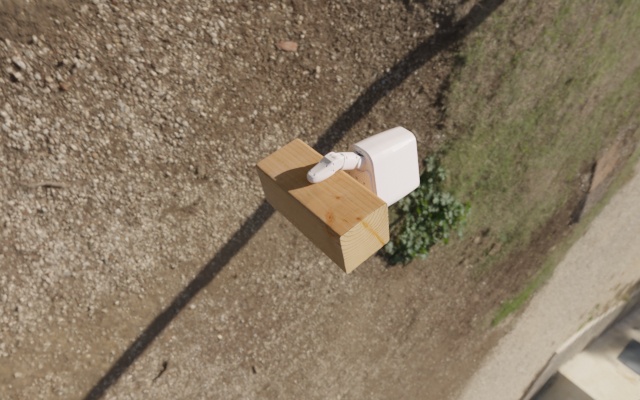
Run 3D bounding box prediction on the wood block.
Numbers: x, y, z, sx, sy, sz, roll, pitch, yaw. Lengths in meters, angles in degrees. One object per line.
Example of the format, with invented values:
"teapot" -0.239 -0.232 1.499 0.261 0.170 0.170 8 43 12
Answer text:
"wood block" 0.000 0.002 0.734 0.090 0.091 0.206 -35 51 -21
